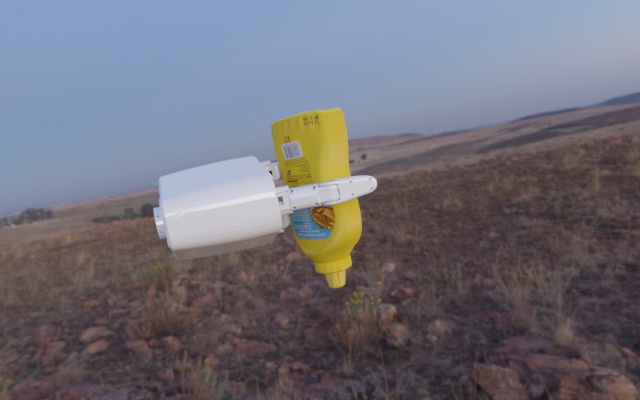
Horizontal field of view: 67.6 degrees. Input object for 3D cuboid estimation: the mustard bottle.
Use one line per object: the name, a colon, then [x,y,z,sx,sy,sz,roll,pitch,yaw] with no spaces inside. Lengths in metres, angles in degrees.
mustard bottle: [0.000,0.001,0.521,0.058,0.191,0.096,-16,7,-39]
